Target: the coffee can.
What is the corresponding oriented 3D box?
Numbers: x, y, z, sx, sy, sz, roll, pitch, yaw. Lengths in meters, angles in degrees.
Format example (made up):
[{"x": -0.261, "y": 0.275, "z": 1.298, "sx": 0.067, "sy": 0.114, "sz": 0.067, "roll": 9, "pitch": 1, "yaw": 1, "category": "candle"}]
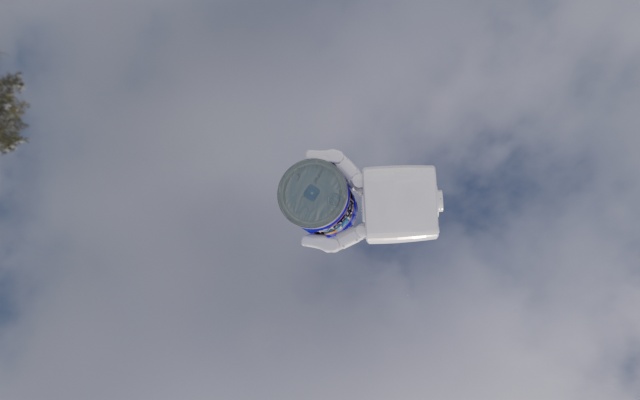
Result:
[{"x": 0.000, "y": 0.002, "z": 0.745, "sx": 0.103, "sy": 0.102, "sz": 0.140, "roll": 0, "pitch": -11, "yaw": 10, "category": "coffee can"}]
